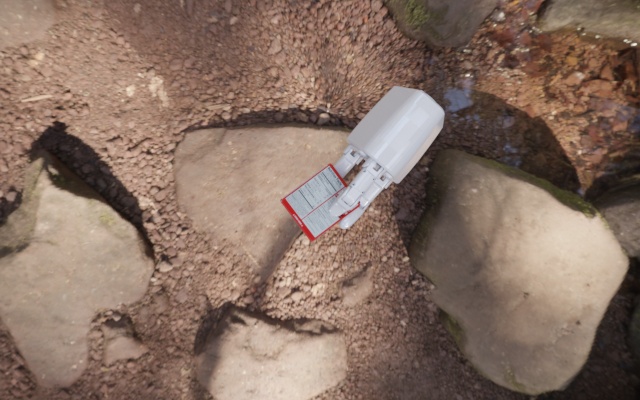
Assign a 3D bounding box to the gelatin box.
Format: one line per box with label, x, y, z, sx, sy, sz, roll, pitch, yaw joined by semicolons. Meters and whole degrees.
gelatin box;0.000;0.002;0.669;0.089;0.073;0.030;-37;6;-1
